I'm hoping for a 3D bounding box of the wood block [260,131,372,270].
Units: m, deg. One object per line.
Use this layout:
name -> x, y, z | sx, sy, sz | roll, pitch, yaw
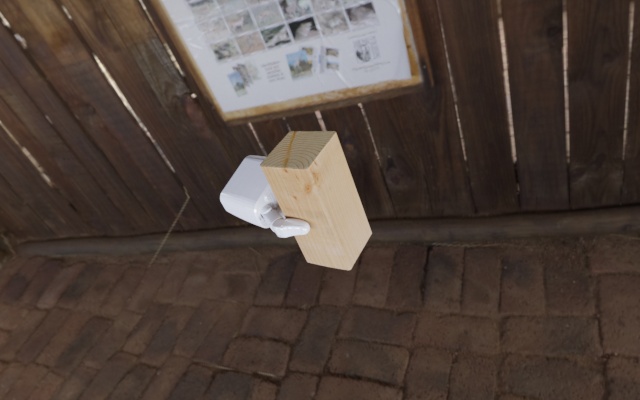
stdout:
wood block -> 0.000, 0.003, 0.749 | 0.090, 0.206, 0.090 | 6, 45, 35
